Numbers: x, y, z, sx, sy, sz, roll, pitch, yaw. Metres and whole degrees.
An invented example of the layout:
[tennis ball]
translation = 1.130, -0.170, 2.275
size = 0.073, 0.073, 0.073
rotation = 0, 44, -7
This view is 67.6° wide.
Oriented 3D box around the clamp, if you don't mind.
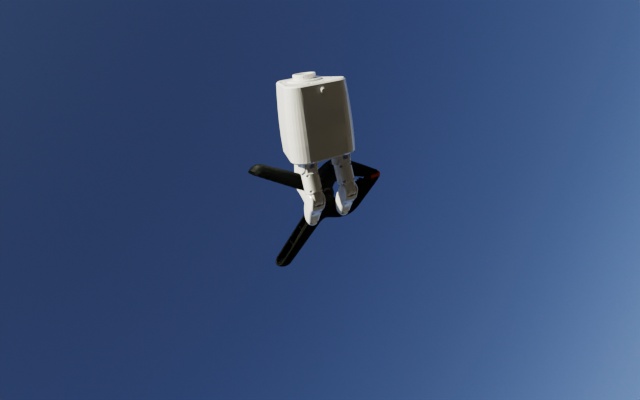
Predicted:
[clamp]
translation = 0.000, 0.002, 0.731
size = 0.210, 0.165, 0.036
rotation = -17, 24, -25
